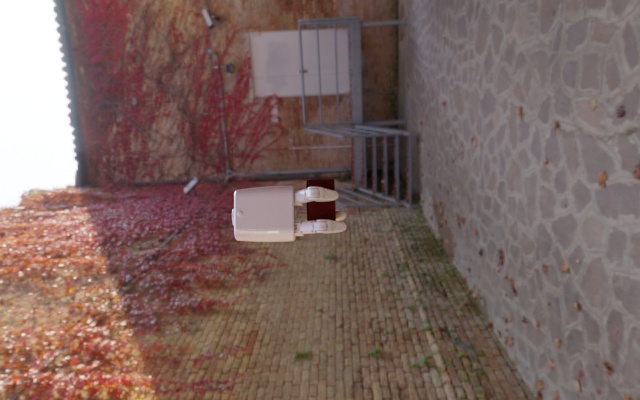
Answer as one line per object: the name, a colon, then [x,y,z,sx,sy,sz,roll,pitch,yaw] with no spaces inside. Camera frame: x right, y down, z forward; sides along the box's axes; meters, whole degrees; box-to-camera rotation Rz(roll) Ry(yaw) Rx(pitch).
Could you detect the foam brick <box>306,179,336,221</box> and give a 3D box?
foam brick: [0.000,0.003,0.871,0.051,0.078,0.053,-1,-9,-2]
